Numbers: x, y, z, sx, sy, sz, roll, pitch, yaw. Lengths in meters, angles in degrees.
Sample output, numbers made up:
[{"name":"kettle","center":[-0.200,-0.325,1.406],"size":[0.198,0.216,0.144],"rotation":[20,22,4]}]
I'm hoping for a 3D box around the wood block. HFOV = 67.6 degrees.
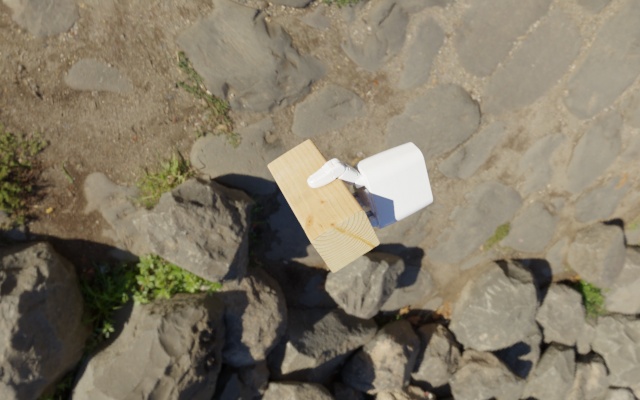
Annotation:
[{"name":"wood block","center":[0.000,0.002,0.779],"size":[0.090,0.091,0.206],"rotation":[-32,44,-2]}]
